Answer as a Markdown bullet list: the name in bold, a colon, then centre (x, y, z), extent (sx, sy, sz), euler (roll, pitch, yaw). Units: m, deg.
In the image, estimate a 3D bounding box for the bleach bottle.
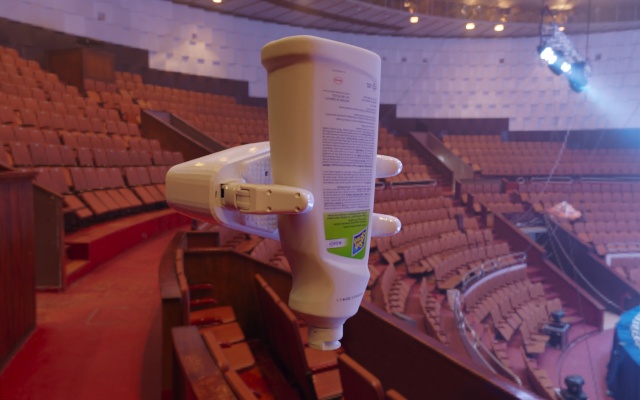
- **bleach bottle**: centre (0.000, 0.001, 0.402), extent (0.102, 0.251, 0.068), euler (-2, 5, -41)
